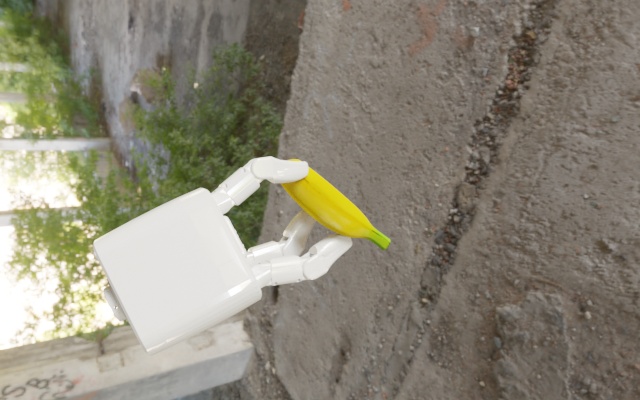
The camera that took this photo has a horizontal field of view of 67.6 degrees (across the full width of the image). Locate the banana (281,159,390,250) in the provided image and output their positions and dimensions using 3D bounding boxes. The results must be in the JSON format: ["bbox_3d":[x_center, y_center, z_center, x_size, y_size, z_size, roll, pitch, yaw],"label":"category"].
[{"bbox_3d":[-0.008,-0.007,0.503,0.070,0.037,0.197,46,-2,-40],"label":"banana"}]
